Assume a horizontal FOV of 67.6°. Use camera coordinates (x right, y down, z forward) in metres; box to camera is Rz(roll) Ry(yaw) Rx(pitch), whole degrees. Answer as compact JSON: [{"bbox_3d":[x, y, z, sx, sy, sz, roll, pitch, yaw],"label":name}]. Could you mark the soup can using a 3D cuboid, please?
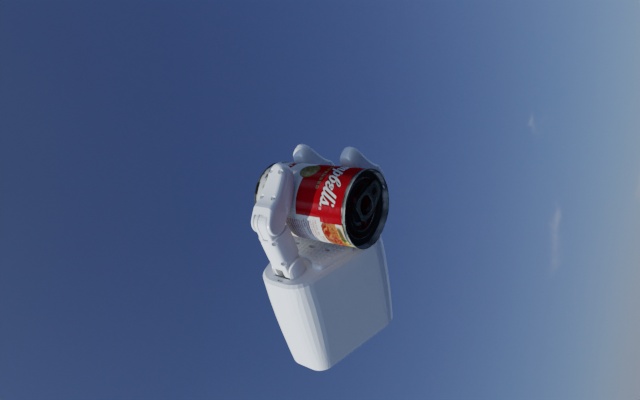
[{"bbox_3d":[0.000,0.001,0.424,0.102,0.068,0.068,8,5,38],"label":"soup can"}]
